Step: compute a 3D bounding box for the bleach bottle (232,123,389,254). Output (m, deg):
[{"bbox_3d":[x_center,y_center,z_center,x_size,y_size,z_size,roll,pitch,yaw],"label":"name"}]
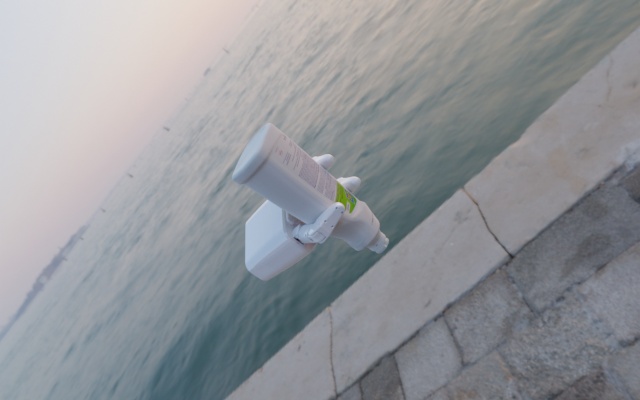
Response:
[{"bbox_3d":[0.000,0.002,0.680,0.251,0.102,0.068,38,-56,-20],"label":"bleach bottle"}]
